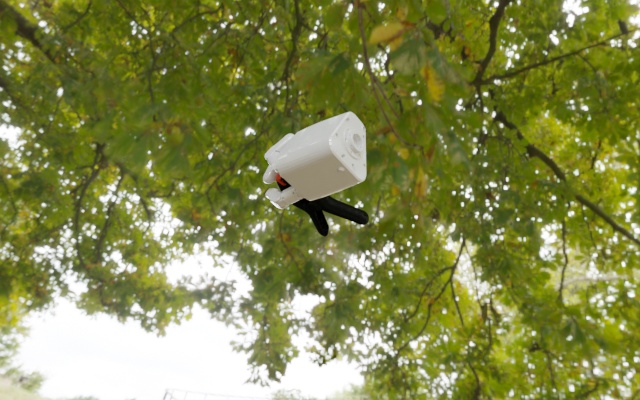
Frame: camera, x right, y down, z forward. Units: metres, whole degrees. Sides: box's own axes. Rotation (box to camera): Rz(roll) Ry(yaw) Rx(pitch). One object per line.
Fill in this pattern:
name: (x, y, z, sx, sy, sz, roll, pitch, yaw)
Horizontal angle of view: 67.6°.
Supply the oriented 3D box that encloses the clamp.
clamp: (0.000, 0.002, 0.821, 0.120, 0.039, 0.171, -18, -47, 36)
